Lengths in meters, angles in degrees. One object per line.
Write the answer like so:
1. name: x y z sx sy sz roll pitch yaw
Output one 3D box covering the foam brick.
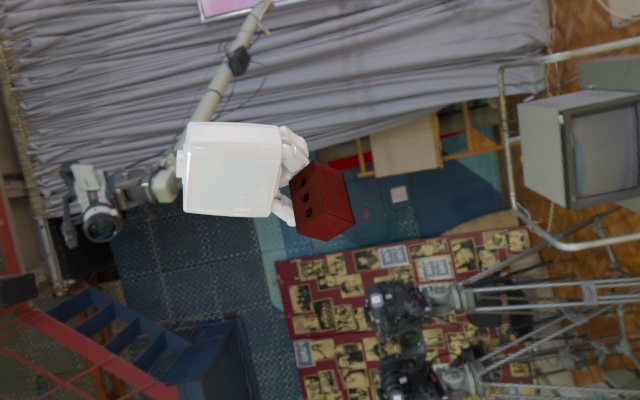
1. foam brick: 0.000 0.002 0.580 0.051 0.078 0.053 19 -44 -39
